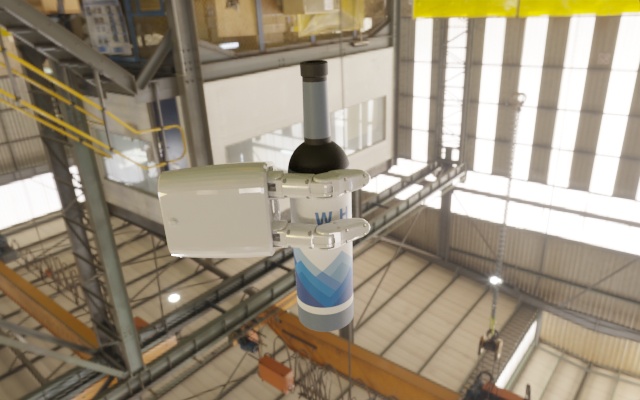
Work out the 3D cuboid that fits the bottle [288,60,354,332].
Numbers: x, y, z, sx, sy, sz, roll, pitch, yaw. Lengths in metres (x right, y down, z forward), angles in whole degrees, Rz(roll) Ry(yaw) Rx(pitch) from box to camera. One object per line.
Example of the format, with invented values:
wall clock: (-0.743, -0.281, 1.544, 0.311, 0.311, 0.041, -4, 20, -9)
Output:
bottle: (0.000, 0.002, 0.518, 0.069, 0.296, 0.069, -2, 23, 1)
